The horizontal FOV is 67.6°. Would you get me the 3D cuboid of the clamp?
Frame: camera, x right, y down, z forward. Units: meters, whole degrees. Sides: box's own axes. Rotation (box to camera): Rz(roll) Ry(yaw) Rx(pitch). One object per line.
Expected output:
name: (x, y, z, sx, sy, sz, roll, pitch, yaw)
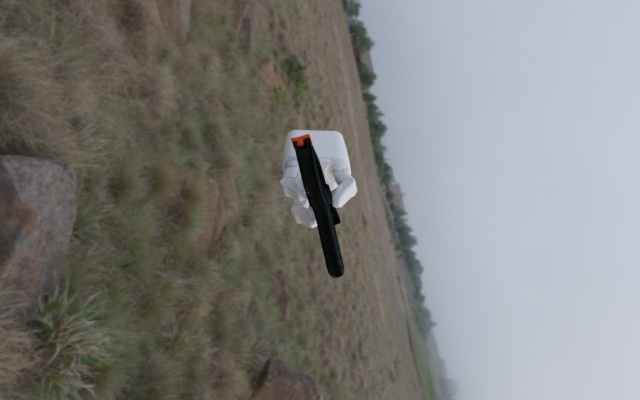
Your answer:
clamp: (0.001, 0.002, 0.725, 0.036, 0.210, 0.164, -15, 34, 6)
